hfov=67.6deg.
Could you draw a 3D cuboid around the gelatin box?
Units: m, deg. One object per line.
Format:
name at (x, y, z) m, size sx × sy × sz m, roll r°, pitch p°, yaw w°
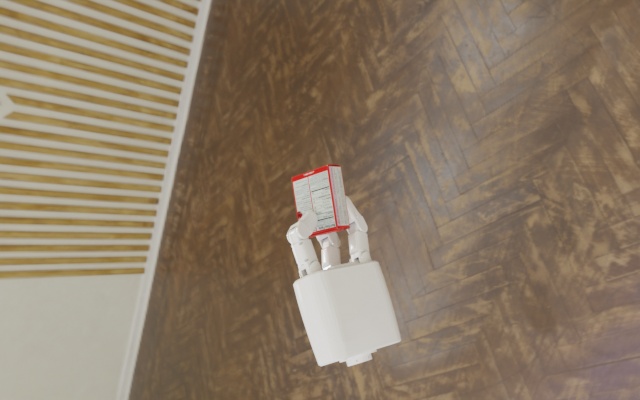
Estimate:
gelatin box at (0.000, 0.002, 0.654) m, size 0.030 × 0.089 × 0.073 m, roll -2°, pitch -11°, yaw -46°
